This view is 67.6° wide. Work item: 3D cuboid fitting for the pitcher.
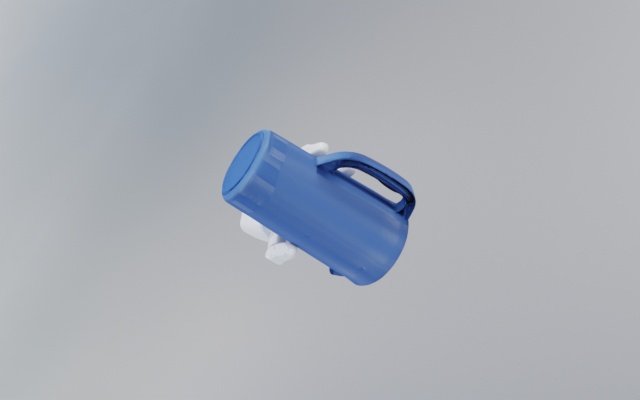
[{"bbox_3d":[0.000,0.002,0.650,0.243,0.149,0.145,32,-14,-25],"label":"pitcher"}]
